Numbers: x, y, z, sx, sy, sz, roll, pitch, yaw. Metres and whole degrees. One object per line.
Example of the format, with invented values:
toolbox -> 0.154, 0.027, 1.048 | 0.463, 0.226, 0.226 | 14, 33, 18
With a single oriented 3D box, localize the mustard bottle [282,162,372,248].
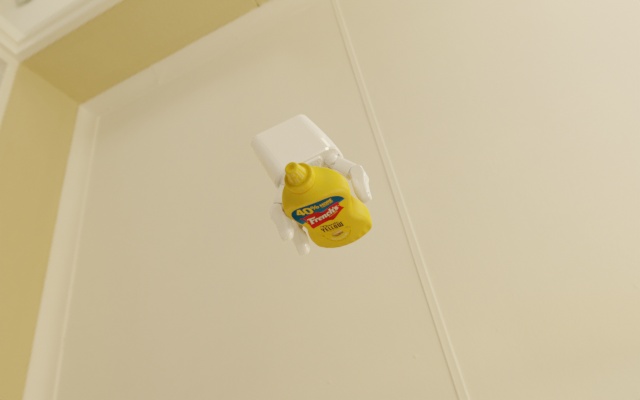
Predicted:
mustard bottle -> 0.000, 0.003, 0.677 | 0.096, 0.058, 0.192 | -19, -35, 15
